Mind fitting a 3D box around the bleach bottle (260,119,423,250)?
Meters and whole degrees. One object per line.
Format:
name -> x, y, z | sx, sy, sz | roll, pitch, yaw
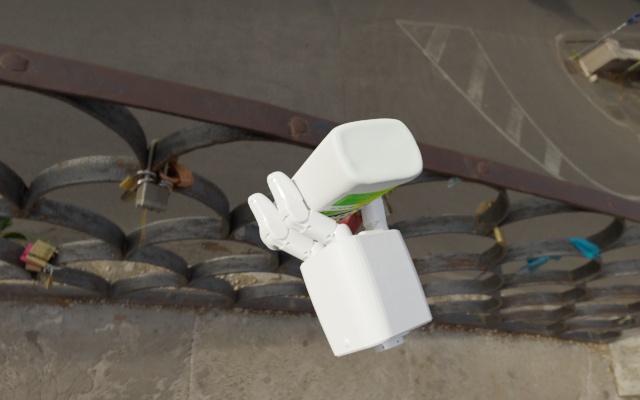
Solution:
bleach bottle -> 0.000, 0.002, 0.546 | 0.102, 0.068, 0.251 | -11, -18, -32
